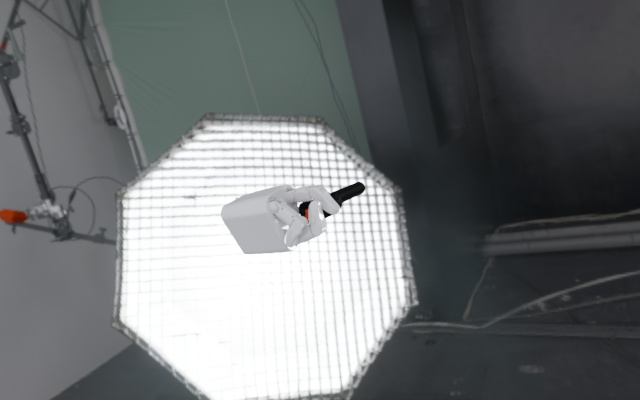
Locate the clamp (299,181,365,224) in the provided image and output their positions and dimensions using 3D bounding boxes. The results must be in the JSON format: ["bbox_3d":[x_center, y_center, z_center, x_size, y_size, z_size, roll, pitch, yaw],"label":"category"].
[{"bbox_3d":[0.000,0.004,0.887,0.120,0.039,0.171,-11,11,32],"label":"clamp"}]
